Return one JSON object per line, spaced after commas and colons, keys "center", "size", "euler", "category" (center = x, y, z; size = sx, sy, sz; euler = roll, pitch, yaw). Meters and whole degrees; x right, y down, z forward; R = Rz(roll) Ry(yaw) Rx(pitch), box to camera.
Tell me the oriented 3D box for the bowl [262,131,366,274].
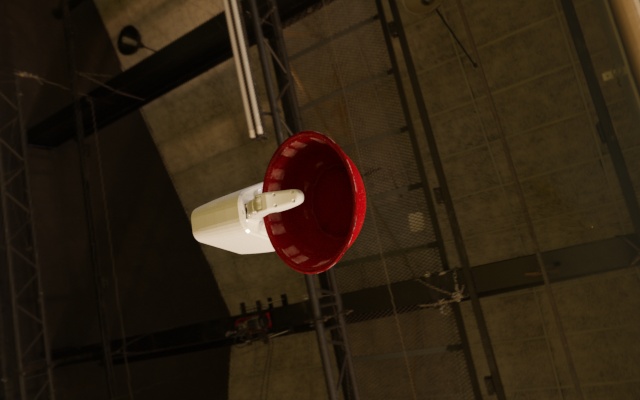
{"center": [0.001, 0.002, 0.557], "size": [0.055, 0.162, 0.162], "euler": [-1, 1, -43], "category": "bowl"}
